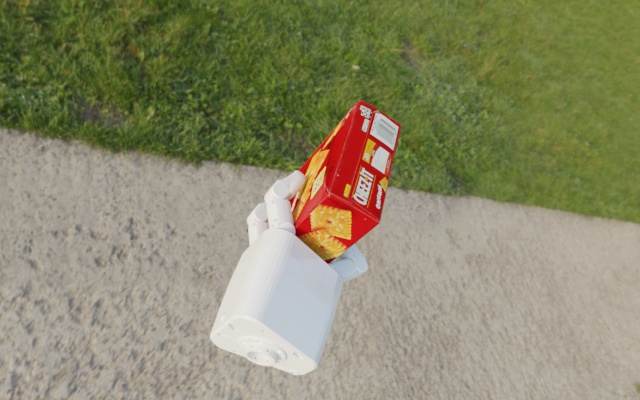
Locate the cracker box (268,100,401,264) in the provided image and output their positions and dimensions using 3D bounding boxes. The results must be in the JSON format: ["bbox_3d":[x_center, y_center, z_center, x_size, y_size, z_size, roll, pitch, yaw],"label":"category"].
[{"bbox_3d":[0.000,0.002,0.590,0.072,0.164,0.214,31,-42,-14],"label":"cracker box"}]
